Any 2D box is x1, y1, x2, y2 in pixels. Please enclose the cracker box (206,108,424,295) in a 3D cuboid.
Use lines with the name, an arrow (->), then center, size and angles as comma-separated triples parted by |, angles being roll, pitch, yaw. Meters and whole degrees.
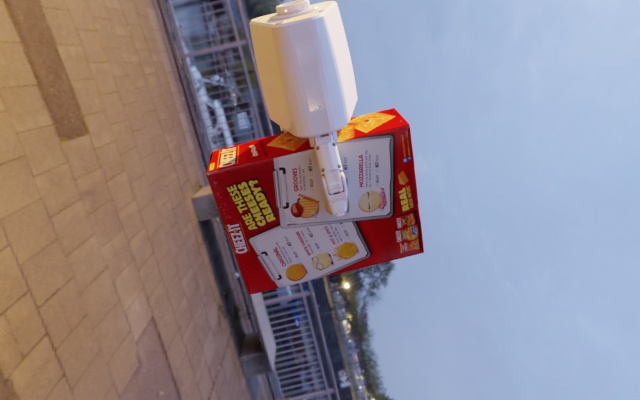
cracker box -> 0.000, 0.002, 0.545 | 0.214, 0.164, 0.072 | -13, 28, -1
